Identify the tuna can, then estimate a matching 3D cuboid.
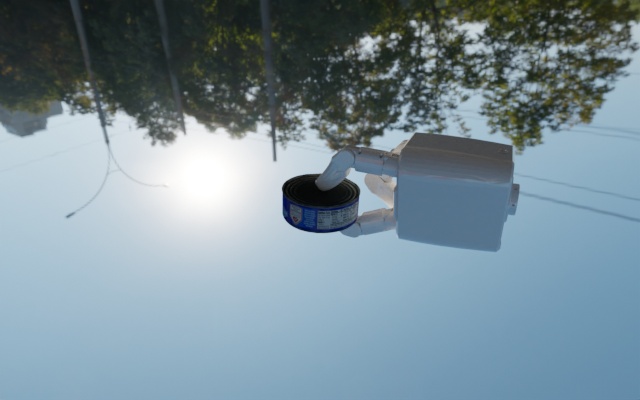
[{"bbox_3d":[0.000,0.002,0.526,0.086,0.034,0.086,2,26,-1],"label":"tuna can"}]
